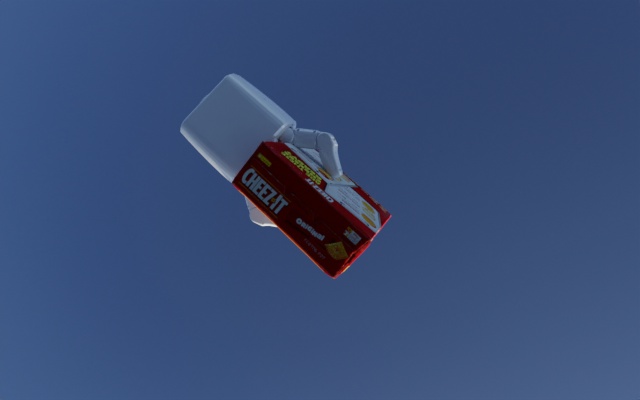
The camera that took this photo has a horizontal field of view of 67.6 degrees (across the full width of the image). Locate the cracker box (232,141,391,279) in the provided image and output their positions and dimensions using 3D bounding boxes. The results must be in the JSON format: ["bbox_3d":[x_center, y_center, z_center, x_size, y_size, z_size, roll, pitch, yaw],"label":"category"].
[{"bbox_3d":[0.000,0.002,0.623,0.164,0.072,0.213,42,14,7],"label":"cracker box"}]
